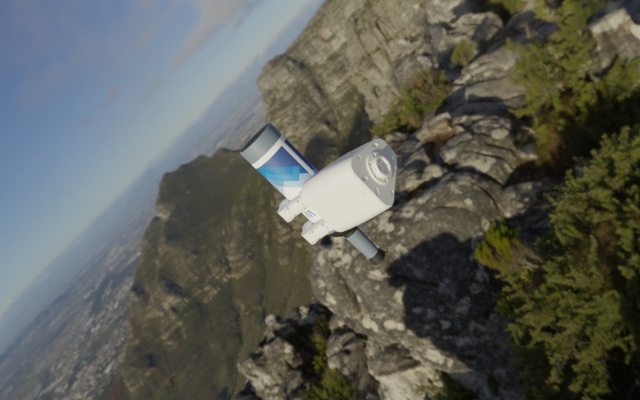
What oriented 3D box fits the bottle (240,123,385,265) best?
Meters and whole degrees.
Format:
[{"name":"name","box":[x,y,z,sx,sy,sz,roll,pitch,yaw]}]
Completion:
[{"name":"bottle","box":[0.000,0.002,0.775,0.296,0.069,0.069,44,-16,-17]}]
